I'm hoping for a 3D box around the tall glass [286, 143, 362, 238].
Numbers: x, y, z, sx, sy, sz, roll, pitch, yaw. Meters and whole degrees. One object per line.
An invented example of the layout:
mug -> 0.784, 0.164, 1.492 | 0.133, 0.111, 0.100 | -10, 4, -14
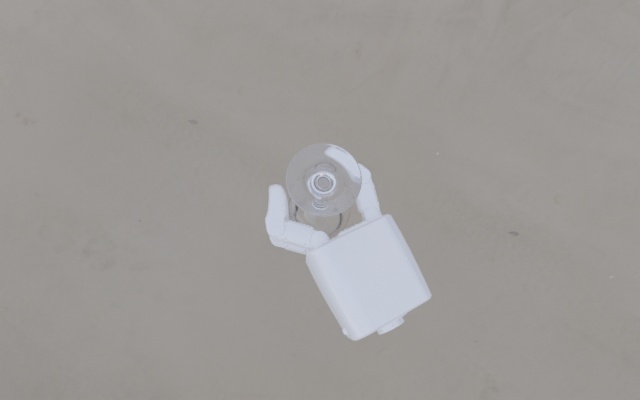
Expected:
tall glass -> 0.000, 0.002, 0.560 | 0.079, 0.079, 0.201 | 0, -13, -2
